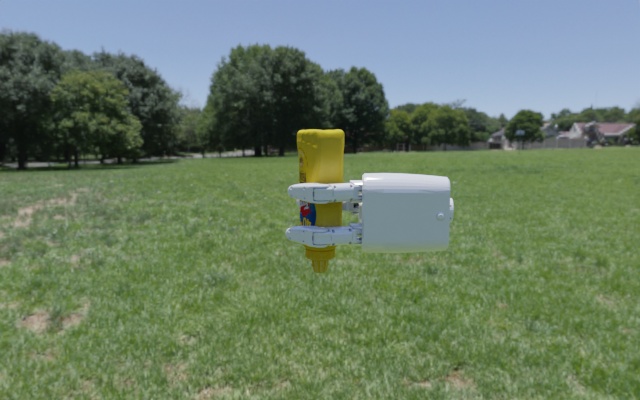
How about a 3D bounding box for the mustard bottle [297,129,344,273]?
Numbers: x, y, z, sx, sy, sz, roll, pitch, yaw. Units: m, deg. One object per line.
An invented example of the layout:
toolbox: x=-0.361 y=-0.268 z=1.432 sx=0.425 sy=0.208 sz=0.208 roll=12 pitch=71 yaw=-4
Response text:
mustard bottle: x=0.000 y=0.002 z=0.638 sx=0.058 sy=0.191 sz=0.096 roll=-3 pitch=8 yaw=-18
